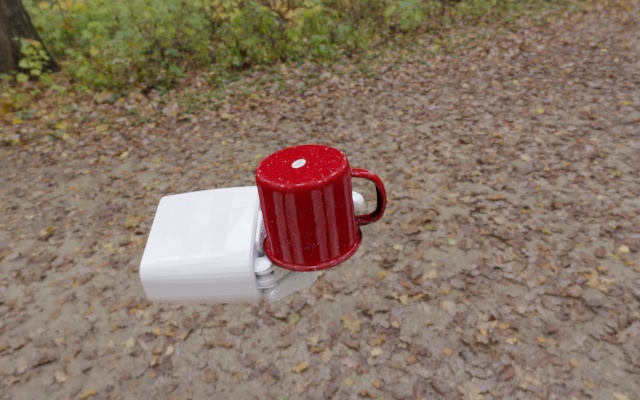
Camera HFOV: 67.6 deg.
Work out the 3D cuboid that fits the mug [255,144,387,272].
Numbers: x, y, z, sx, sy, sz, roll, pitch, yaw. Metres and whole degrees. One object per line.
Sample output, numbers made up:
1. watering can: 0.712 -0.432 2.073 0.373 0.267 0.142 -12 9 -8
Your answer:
1. mug: 0.001 0.001 0.422 0.117 0.081 0.093 -5 31 4
